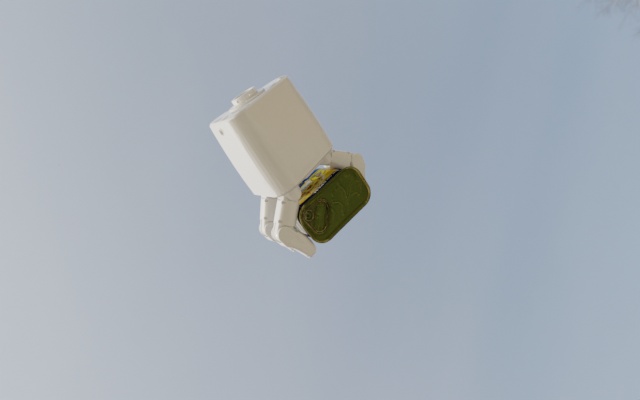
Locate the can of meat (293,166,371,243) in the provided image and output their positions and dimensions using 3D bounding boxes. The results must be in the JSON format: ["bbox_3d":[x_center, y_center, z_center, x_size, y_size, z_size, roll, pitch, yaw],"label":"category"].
[{"bbox_3d":[0.000,0.002,0.616,0.102,0.057,0.084,-44,23,-19],"label":"can of meat"}]
